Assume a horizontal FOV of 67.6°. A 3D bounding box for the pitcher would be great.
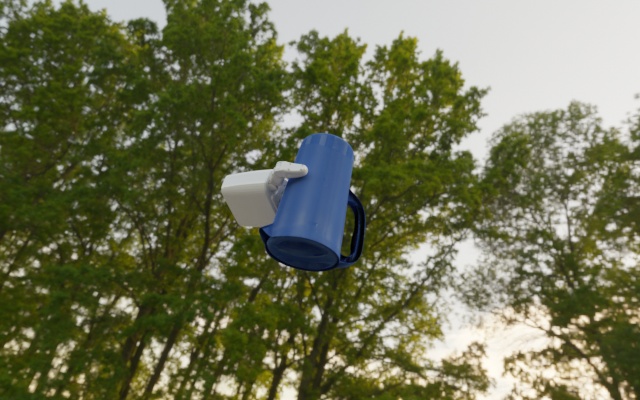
[{"bbox_3d":[0.000,0.003,0.881,0.145,0.242,0.149,-3,-35,27],"label":"pitcher"}]
